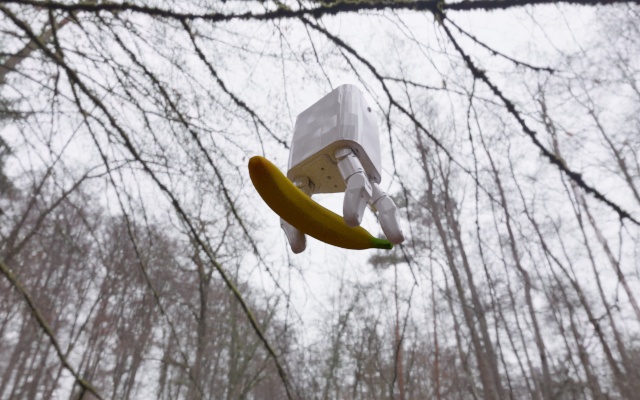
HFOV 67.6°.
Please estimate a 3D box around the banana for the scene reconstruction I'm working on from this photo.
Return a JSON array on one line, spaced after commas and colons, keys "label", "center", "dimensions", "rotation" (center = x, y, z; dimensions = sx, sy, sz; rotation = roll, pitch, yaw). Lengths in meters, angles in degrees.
[{"label": "banana", "center": [-0.009, 0.010, 0.525], "dimensions": [0.198, 0.037, 0.070], "rotation": [30, -39, -29]}]
